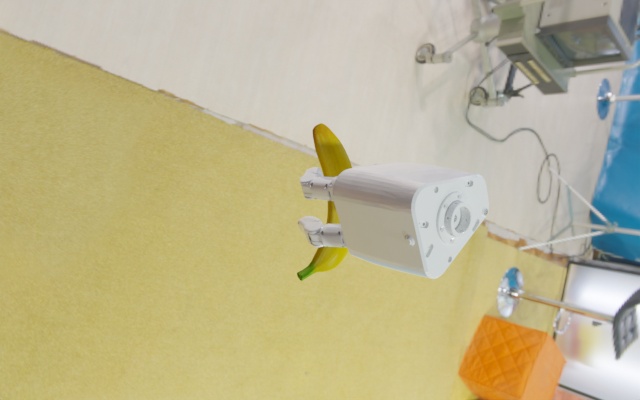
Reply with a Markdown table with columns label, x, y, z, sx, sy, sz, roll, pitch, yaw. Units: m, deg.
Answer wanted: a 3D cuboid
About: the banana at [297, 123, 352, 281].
| label | x | y | z | sx | sy | sz | roll | pitch | yaw |
| --- | --- | --- | --- | --- | --- | --- | --- | --- | --- |
| banana | 0.015 | 0.005 | 0.596 | 0.069 | 0.198 | 0.037 | 0 | 9 | -33 |
